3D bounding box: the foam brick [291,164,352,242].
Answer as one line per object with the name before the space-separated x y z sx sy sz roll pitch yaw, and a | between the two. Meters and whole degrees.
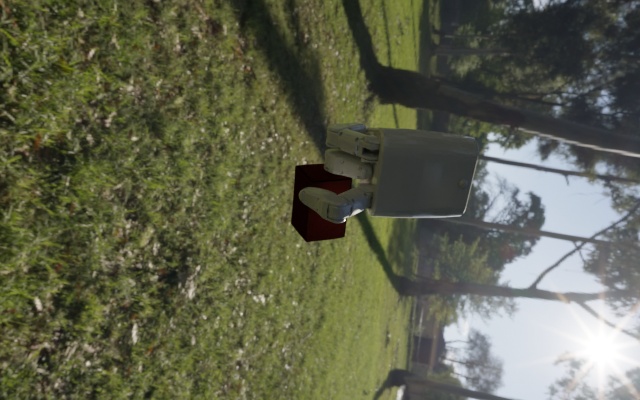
foam brick | 0.000 0.002 0.559 0.051 0.078 0.053 -5 27 -23
